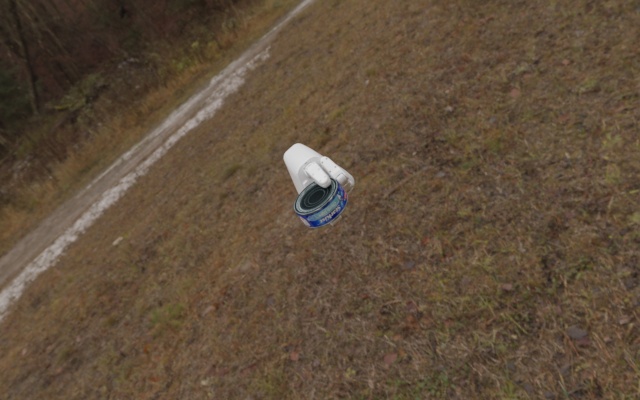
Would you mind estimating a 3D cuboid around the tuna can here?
[{"bbox_3d":[0.000,0.002,0.774,0.086,0.086,0.034,0,-43,46],"label":"tuna can"}]
